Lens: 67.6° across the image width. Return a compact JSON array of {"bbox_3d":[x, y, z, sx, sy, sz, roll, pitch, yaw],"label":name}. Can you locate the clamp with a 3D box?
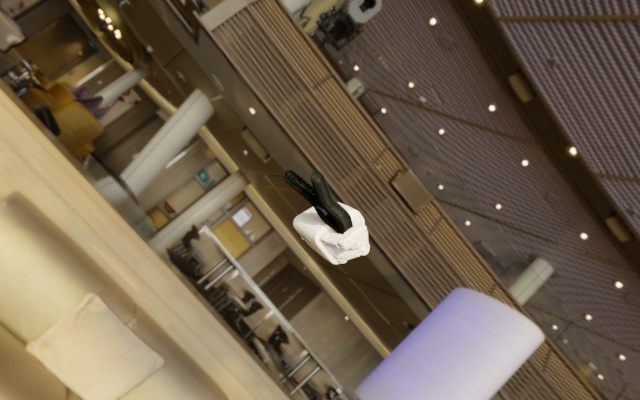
[{"bbox_3d":[0.001,0.003,0.897,0.039,0.171,0.120,-43,32,-16],"label":"clamp"}]
